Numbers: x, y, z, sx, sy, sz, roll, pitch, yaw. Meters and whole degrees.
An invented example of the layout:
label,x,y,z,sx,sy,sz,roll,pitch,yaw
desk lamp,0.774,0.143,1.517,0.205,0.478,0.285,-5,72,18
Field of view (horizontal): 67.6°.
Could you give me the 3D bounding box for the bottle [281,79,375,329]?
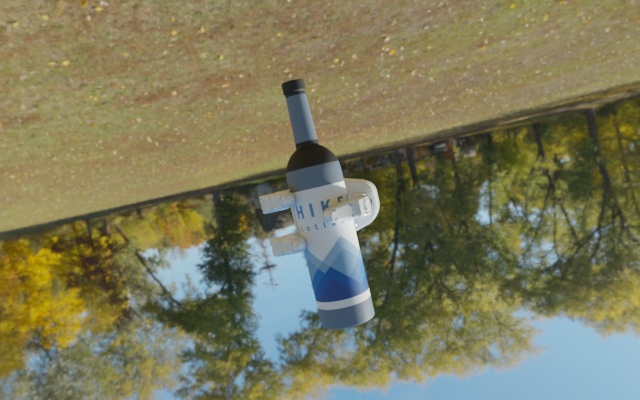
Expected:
label,x,y,z,sx,sy,sz,roll,pitch,yaw
bottle,0.000,0.002,0.576,0.069,0.296,0.069,-13,3,1
